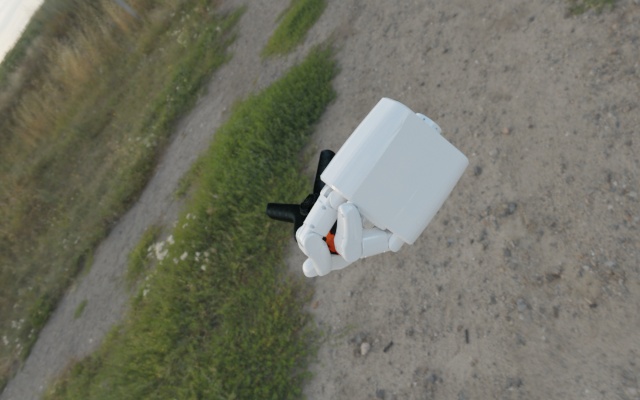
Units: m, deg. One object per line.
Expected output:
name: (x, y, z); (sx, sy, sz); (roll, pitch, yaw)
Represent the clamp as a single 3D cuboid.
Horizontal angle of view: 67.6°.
clamp: (0.000, 0.002, 0.575); (0.039, 0.120, 0.171); (35, 4, -34)
